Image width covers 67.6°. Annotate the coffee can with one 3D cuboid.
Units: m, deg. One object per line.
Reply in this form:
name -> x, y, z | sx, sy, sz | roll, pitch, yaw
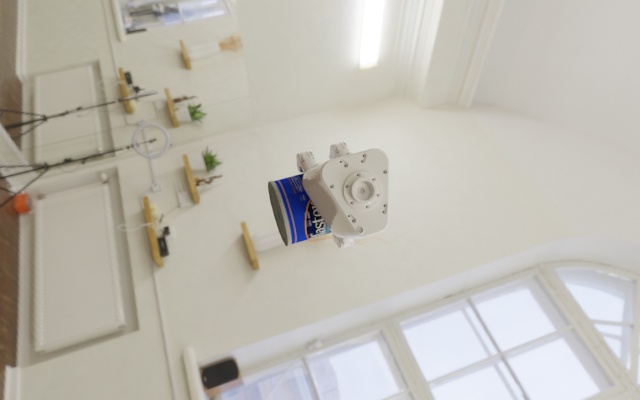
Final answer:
coffee can -> 0.000, 0.003, 0.738 | 0.140, 0.103, 0.103 | -16, 3, -12
